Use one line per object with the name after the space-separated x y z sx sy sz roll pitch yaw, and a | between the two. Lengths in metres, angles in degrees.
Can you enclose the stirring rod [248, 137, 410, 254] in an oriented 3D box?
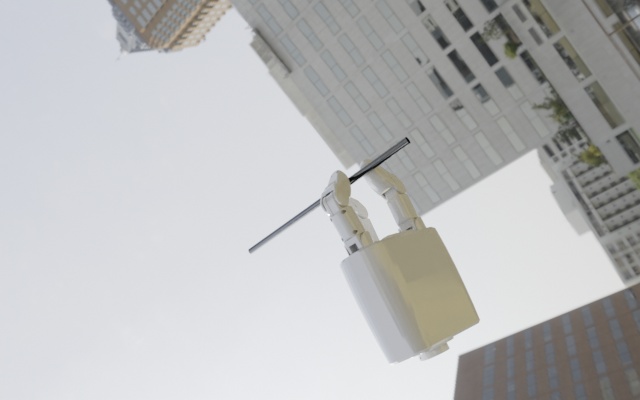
0.000 0.002 0.526 0.239 0.011 0.011 -35 -19 29 | stirring rod
